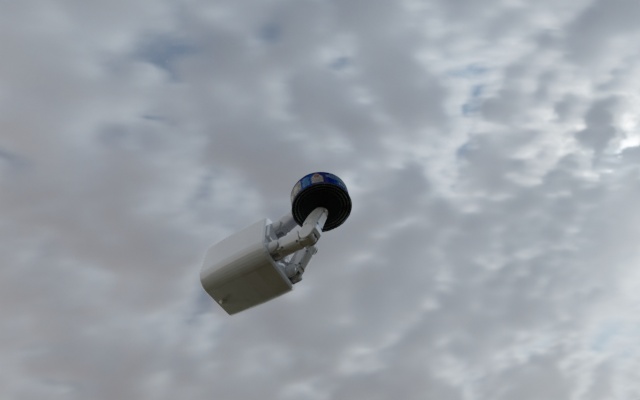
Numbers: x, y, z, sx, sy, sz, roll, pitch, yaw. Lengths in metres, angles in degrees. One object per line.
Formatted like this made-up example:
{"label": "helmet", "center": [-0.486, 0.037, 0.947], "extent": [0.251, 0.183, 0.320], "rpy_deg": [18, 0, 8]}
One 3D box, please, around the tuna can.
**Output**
{"label": "tuna can", "center": [0.000, 0.002, 0.682], "extent": [0.086, 0.086, 0.033], "rpy_deg": [0, 36, -9]}
